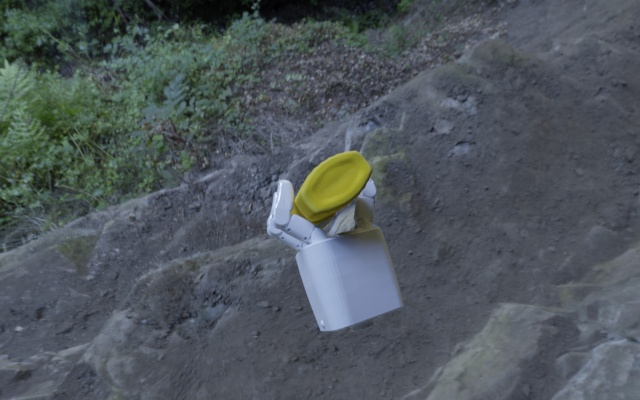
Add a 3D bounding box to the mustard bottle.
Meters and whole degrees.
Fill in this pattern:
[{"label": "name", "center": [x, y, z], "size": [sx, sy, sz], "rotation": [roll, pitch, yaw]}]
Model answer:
[{"label": "mustard bottle", "center": [0.000, 0.002, 0.639], "size": [0.096, 0.058, 0.192], "rotation": [-40, -4, -19]}]
